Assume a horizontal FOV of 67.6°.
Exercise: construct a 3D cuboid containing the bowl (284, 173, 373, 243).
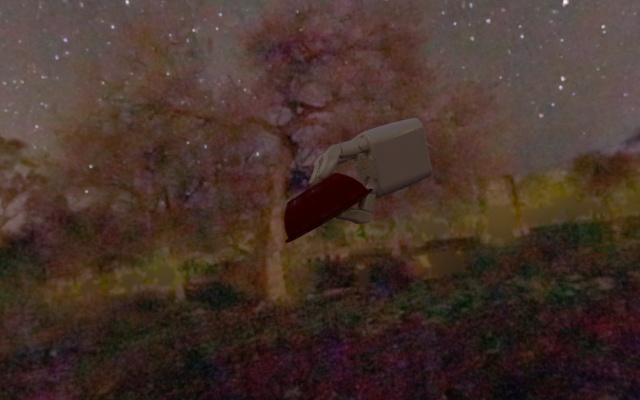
[{"bbox_3d":[-0.001,0.003,0.754,0.162,0.055,0.162,-32,2,1],"label":"bowl"}]
